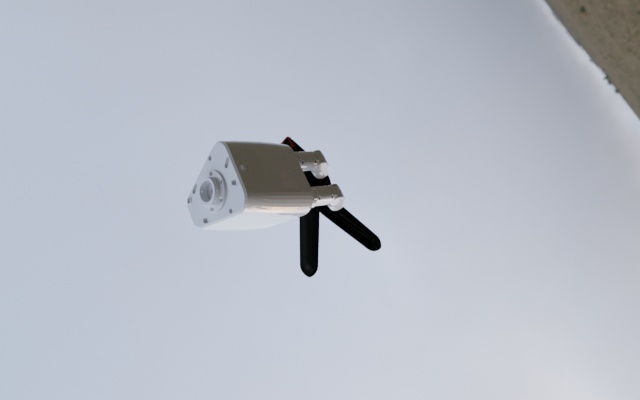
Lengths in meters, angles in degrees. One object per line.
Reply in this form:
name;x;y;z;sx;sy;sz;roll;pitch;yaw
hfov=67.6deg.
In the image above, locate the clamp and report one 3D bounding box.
clamp;-0.001;0.002;0.689;0.164;0.210;0.036;-2;-29;-47
